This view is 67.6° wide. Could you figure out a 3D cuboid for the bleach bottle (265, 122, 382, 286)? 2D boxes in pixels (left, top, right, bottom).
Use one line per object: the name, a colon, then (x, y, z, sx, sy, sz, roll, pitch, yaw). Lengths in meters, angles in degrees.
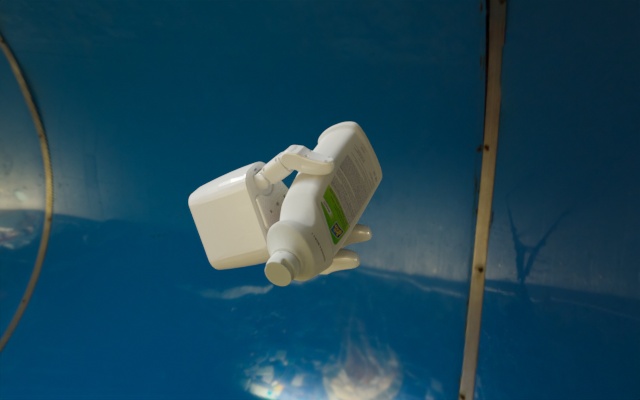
bleach bottle: (0.000, 0.002, 0.549, 0.068, 0.102, 0.250, -19, 20, 32)
